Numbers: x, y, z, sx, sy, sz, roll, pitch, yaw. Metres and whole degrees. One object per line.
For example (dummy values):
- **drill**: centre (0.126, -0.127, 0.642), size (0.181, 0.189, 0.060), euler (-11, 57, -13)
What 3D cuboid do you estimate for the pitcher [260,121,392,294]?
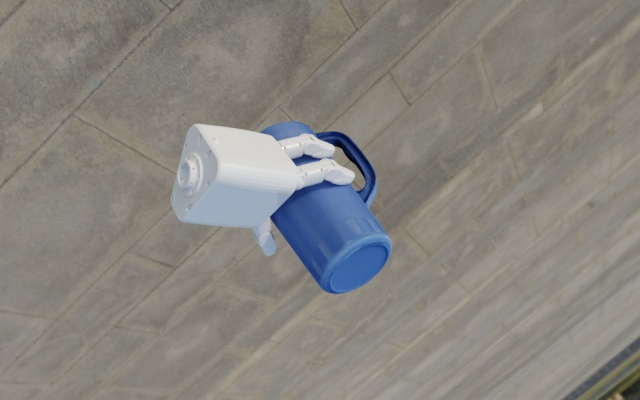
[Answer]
- **pitcher**: centre (0.000, 0.002, 0.669), size (0.145, 0.149, 0.242), euler (8, 35, -44)
